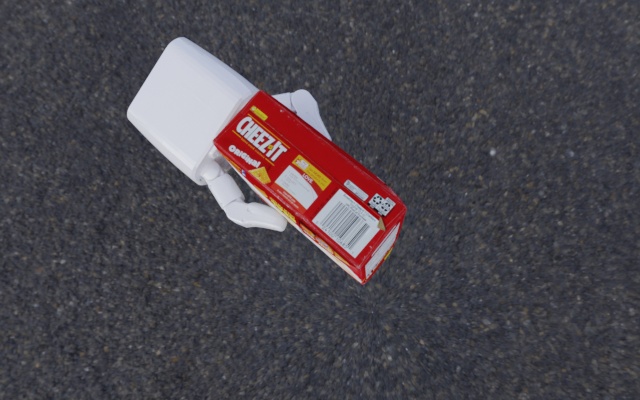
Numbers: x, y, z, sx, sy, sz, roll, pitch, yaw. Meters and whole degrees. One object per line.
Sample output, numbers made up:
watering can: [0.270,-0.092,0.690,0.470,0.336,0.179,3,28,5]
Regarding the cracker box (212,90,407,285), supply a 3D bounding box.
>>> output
cracker box: [0.000,0.002,0.483,0.164,0.072,0.214,40,-6,13]
